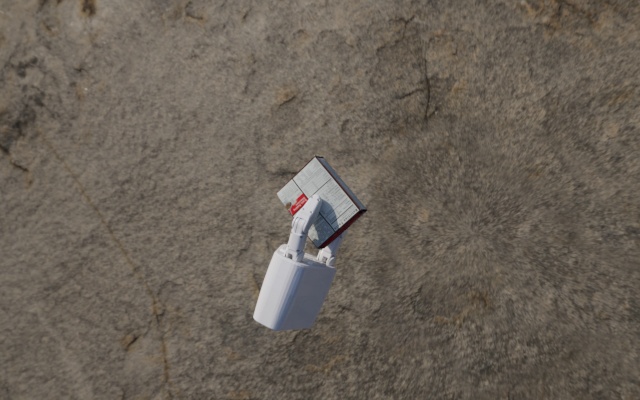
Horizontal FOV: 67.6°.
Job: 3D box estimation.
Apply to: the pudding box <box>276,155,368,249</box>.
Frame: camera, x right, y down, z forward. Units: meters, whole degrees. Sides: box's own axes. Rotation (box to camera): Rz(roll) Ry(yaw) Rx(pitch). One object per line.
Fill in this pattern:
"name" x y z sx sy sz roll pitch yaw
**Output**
"pudding box" 0.000 0.002 0.715 0.090 0.113 0.039 -42 -13 13
